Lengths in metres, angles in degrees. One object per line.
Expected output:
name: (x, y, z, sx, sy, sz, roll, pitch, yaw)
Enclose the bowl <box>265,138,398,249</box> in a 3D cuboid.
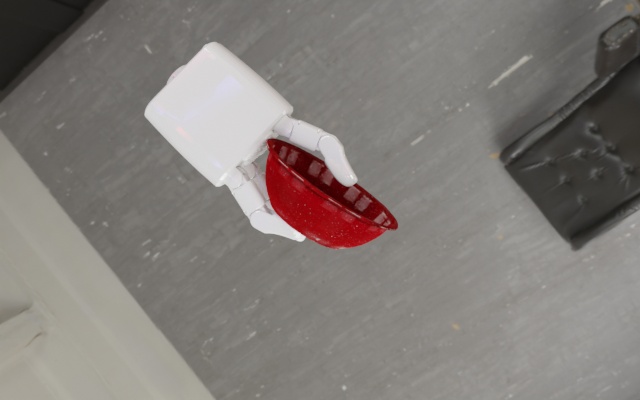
bowl: (0.001, 0.003, 0.499, 0.162, 0.055, 0.162, 32, 13, -8)
